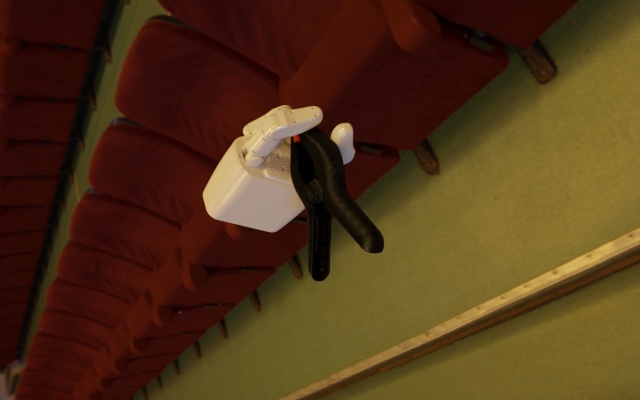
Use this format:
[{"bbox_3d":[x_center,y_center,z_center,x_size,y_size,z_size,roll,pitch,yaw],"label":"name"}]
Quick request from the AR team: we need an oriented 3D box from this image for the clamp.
[{"bbox_3d":[0.000,0.002,0.512,0.039,0.171,0.120,0,-31,-39],"label":"clamp"}]
